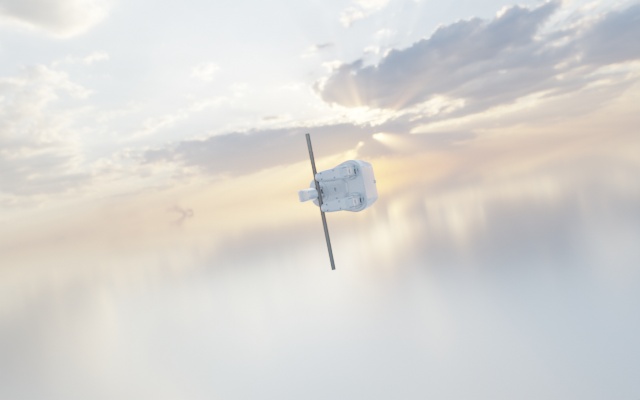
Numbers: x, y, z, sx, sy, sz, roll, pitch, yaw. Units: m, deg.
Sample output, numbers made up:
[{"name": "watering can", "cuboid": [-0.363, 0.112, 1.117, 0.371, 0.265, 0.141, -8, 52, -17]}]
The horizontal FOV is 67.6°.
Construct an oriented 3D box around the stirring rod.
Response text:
[{"name": "stirring rod", "cuboid": [0.000, 0.003, 0.828, 0.011, 0.239, 0.011, -11, 2, 0]}]
